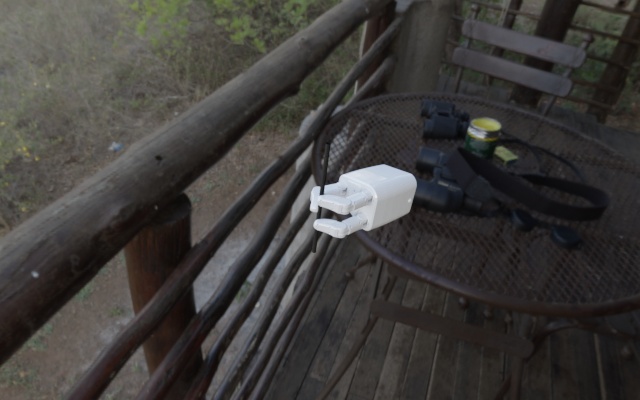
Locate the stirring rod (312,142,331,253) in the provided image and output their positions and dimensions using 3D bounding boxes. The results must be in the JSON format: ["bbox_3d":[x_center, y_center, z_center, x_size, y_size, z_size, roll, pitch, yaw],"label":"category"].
[{"bbox_3d":[0.000,0.003,0.846,0.011,0.240,0.011,5,37,-4],"label":"stirring rod"}]
